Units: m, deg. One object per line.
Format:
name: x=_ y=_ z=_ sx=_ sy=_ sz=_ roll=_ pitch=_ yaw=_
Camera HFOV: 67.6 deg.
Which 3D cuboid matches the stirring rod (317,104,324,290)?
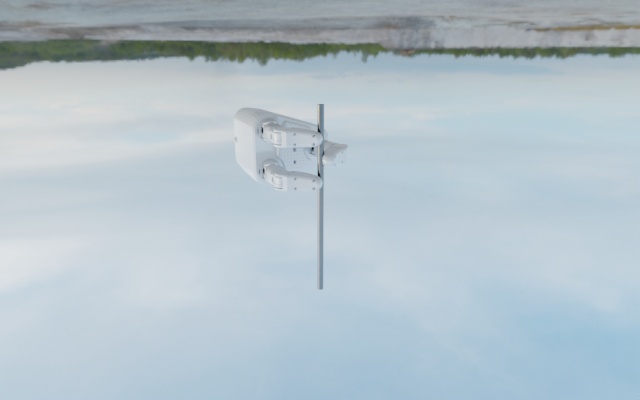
stirring rod: x=0.000 y=0.002 z=0.596 sx=0.011 sy=0.240 sz=0.011 roll=0 pitch=18 yaw=0
